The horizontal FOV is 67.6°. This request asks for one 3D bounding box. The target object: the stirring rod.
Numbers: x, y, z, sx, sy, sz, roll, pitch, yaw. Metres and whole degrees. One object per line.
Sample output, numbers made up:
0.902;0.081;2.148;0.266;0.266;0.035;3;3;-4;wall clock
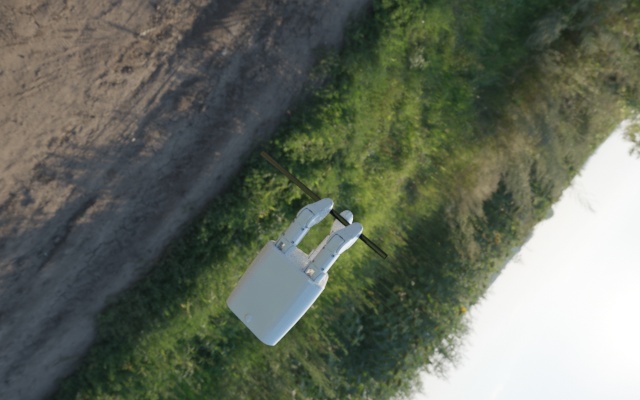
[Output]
0.000;0.002;0.673;0.239;0.011;0.011;40;15;19;stirring rod
